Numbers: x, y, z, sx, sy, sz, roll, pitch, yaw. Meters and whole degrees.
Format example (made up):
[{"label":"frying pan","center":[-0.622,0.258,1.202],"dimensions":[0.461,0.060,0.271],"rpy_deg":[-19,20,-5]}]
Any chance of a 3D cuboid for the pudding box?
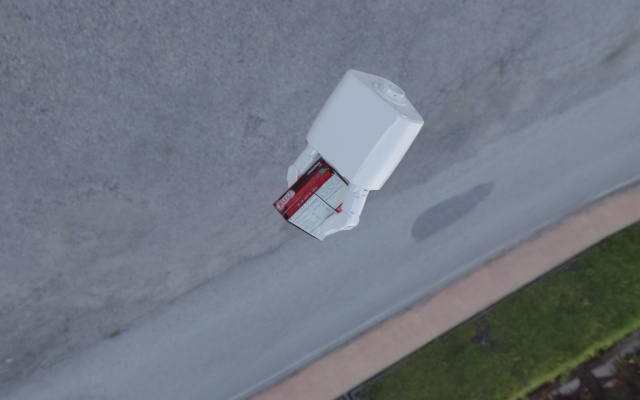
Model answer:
[{"label":"pudding box","center":[0.000,0.002,0.649],"dimensions":[0.039,0.090,0.113],"rpy_deg":[50,6,33]}]
